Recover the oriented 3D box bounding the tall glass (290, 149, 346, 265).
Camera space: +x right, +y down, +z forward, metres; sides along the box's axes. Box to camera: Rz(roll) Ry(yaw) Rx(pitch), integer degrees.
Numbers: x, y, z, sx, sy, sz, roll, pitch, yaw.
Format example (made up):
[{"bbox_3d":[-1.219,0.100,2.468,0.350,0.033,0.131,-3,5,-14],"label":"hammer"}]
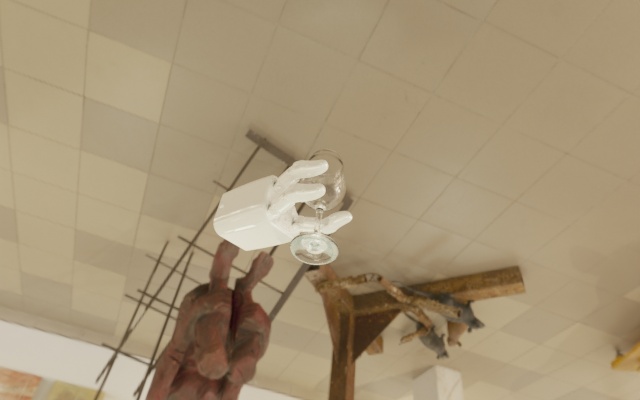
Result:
[{"bbox_3d":[0.000,0.003,0.776,0.079,0.200,0.079,4,-44,4],"label":"tall glass"}]
